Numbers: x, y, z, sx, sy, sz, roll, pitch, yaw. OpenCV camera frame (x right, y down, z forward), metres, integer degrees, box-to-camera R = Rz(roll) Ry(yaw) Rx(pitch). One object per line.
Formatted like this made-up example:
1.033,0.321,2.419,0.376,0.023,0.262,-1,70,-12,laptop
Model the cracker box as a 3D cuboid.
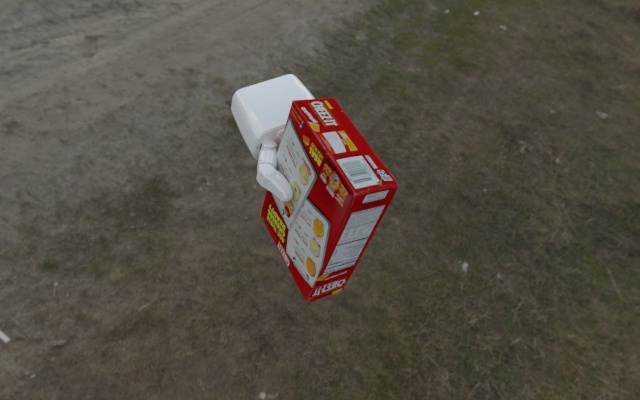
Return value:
0.000,0.002,0.621,0.072,0.164,0.214,-11,-38,-29,cracker box
